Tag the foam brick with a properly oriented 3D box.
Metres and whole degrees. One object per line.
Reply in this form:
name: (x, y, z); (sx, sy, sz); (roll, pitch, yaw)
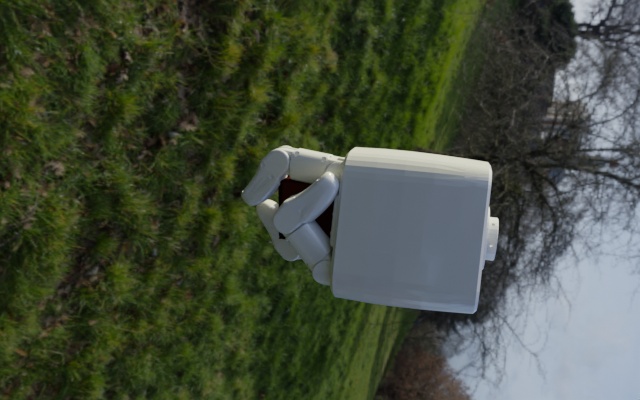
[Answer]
foam brick: (0.000, 0.001, 0.420); (0.051, 0.053, 0.078); (6, 17, 15)
